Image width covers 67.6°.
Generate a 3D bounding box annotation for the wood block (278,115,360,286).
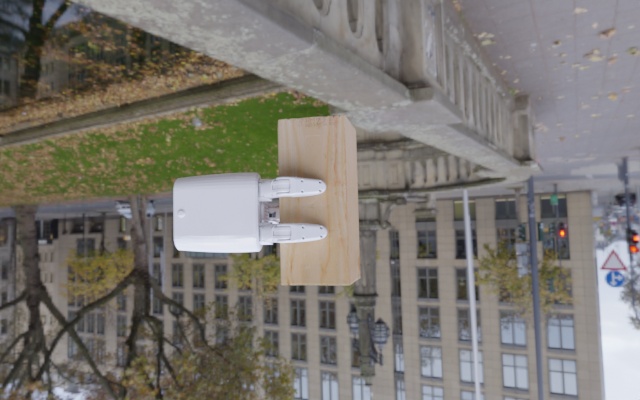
[{"bbox_3d":[0.000,0.002,0.624,0.090,0.206,0.091,-2,-4,12],"label":"wood block"}]
